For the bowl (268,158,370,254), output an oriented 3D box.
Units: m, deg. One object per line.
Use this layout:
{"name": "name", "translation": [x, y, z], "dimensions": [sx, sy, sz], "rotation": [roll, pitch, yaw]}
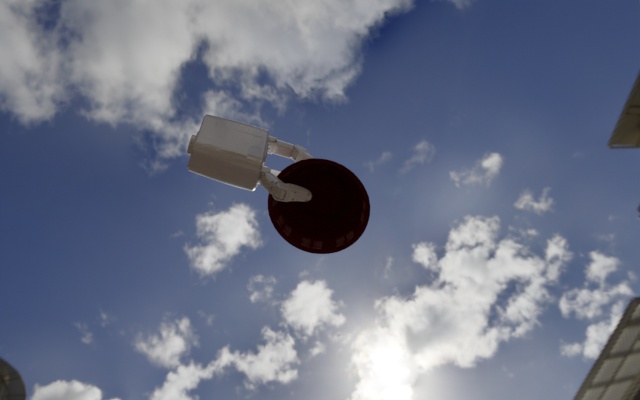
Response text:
{"name": "bowl", "translation": [0.001, 0.003, 0.763], "dimensions": [0.162, 0.162, 0.055], "rotation": [0, 23, 9]}
